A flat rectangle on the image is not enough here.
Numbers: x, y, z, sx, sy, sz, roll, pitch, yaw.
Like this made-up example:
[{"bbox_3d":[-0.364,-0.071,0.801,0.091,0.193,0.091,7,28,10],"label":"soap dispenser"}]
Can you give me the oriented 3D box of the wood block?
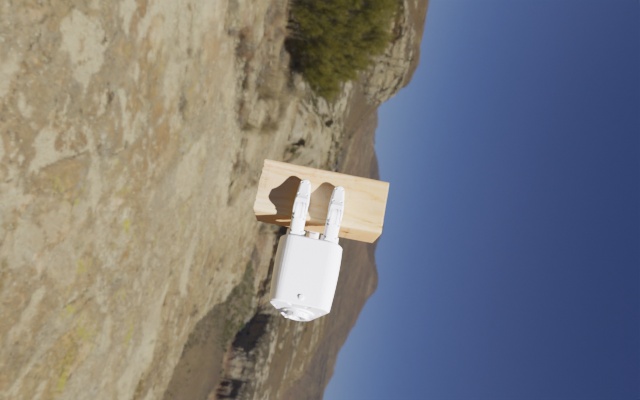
[{"bbox_3d":[0.000,0.003,0.805,0.206,0.090,0.091,11,-15,-1],"label":"wood block"}]
